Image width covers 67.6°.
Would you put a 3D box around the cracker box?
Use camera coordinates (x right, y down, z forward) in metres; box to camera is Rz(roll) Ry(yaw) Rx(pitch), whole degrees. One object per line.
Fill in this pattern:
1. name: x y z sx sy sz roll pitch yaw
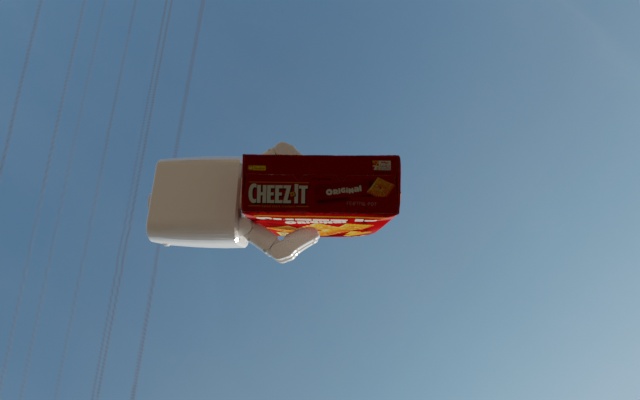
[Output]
1. cracker box: 0.000 0.002 0.586 0.164 0.072 0.214 0 -9 0
